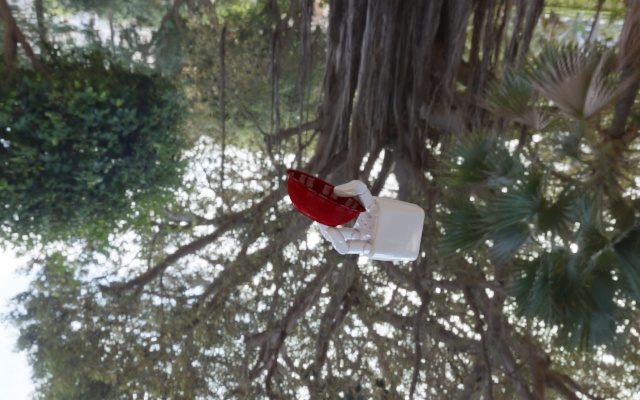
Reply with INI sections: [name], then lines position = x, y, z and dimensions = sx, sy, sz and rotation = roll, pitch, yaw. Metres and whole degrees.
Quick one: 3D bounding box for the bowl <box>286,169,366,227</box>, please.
[bowl]
position = -0.001, 0.003, 0.874
dimensions = 0.162, 0.055, 0.162
rotation = 27, 10, -5
